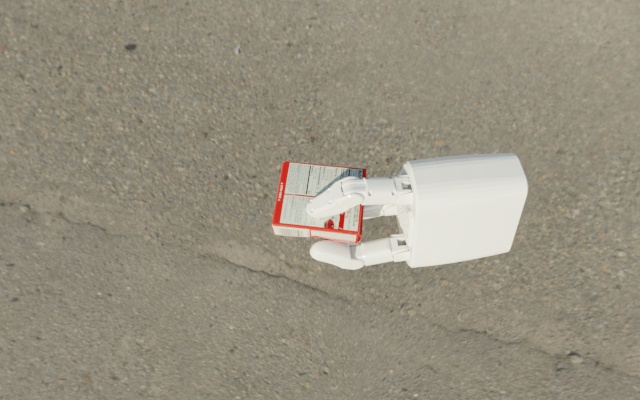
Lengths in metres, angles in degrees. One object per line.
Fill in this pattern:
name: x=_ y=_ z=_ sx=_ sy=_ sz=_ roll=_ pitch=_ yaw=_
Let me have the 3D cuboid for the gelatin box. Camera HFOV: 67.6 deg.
gelatin box: x=0.000 y=0.001 z=0.485 sx=0.089 sy=0.073 sz=0.030 roll=6 pitch=-25 yaw=3
